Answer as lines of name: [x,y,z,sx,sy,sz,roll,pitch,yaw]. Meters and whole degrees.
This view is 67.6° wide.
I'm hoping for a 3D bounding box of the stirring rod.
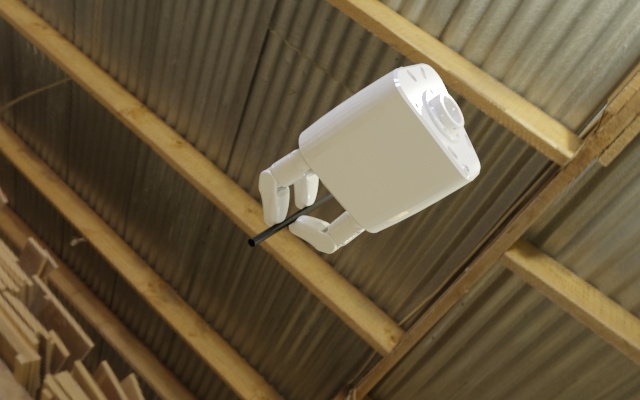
stirring rod: [0.000,0.002,0.524,0.011,0.011,0.239,0,18,33]
